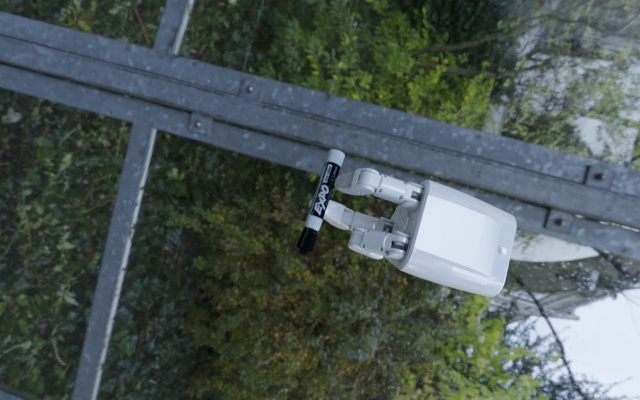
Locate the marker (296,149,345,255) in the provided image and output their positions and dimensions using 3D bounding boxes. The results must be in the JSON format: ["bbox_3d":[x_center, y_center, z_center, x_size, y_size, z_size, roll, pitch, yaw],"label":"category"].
[{"bbox_3d":[0.000,0.002,0.524,0.020,0.121,0.020,18,-14,4],"label":"marker"}]
